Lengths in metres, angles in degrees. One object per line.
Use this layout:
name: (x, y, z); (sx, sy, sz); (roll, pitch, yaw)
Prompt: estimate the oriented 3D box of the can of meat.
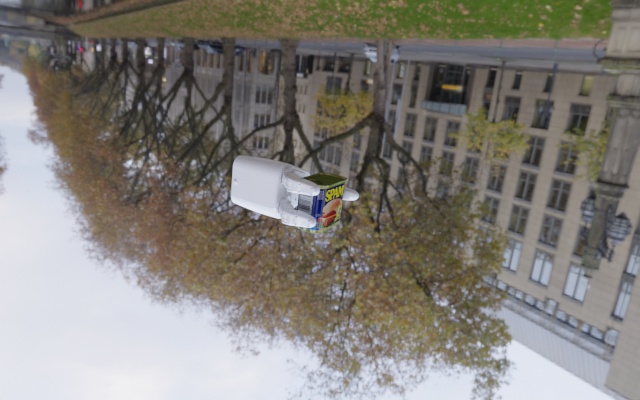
can of meat: (0.000, 0.003, 0.824); (0.057, 0.084, 0.102); (14, 17, 25)
